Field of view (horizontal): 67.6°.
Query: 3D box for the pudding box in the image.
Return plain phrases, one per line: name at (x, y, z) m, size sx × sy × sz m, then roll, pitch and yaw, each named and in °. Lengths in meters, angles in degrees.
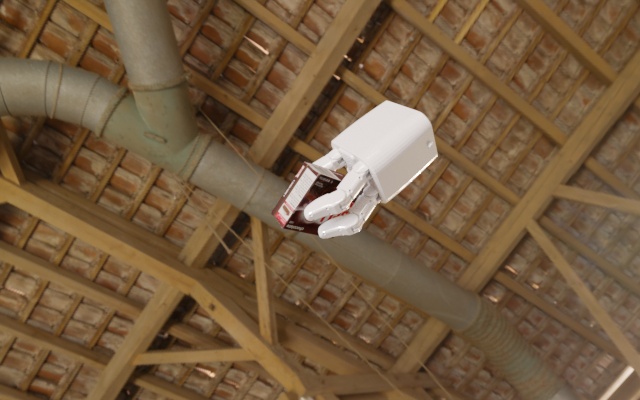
pudding box at (0.000, 0.002, 0.658) m, size 0.113 × 0.090 × 0.039 m, roll 17°, pitch 23°, yaw -47°
